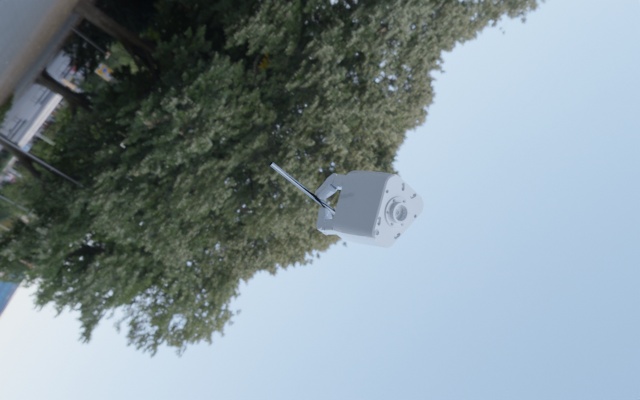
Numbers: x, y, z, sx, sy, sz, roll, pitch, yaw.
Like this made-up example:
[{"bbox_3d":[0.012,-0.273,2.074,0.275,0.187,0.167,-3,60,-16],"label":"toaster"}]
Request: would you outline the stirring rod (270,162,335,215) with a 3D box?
[{"bbox_3d":[0.000,0.003,0.862,0.240,0.011,0.011,38,-21,-29],"label":"stirring rod"}]
